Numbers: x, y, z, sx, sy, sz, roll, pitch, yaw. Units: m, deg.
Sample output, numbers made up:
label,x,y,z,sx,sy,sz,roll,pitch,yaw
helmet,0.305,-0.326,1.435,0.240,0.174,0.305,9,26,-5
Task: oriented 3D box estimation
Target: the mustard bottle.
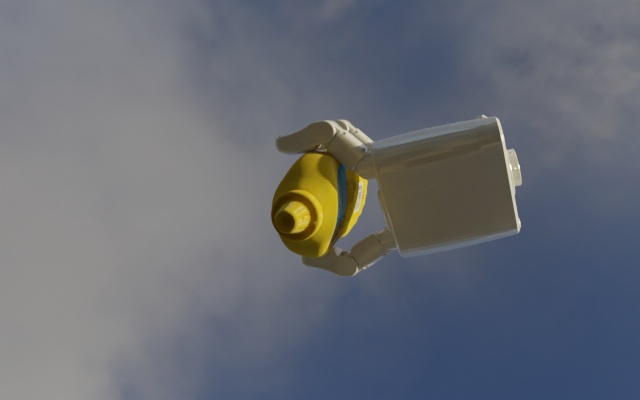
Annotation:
label,x,y,z,sx,sy,sz,roll,pitch,yaw
mustard bottle,0.000,0.001,0.448,0.058,0.096,0.191,11,12,13
